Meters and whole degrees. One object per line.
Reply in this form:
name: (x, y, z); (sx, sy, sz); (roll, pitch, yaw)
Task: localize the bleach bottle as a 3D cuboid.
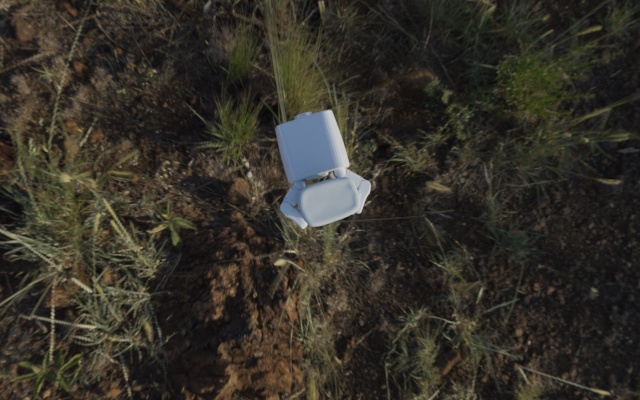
bleach bottle: (0.000, 0.003, 0.883); (0.102, 0.068, 0.251); (-17, 1, -8)
